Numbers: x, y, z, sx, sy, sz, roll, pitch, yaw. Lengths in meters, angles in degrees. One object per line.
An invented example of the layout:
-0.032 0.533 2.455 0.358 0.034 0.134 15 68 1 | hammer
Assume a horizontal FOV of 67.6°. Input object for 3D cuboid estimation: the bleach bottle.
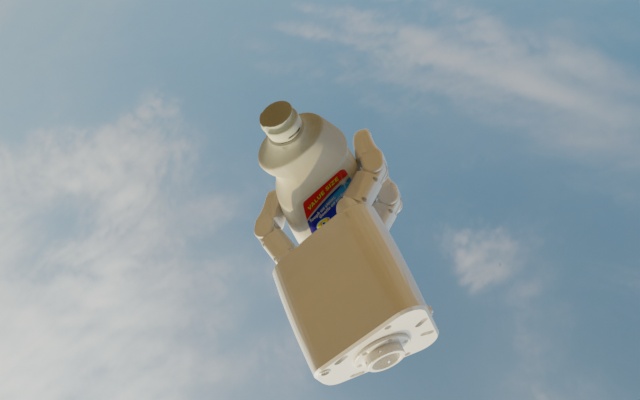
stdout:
0.000 0.002 0.477 0.102 0.068 0.251 -30 -39 2 | bleach bottle
